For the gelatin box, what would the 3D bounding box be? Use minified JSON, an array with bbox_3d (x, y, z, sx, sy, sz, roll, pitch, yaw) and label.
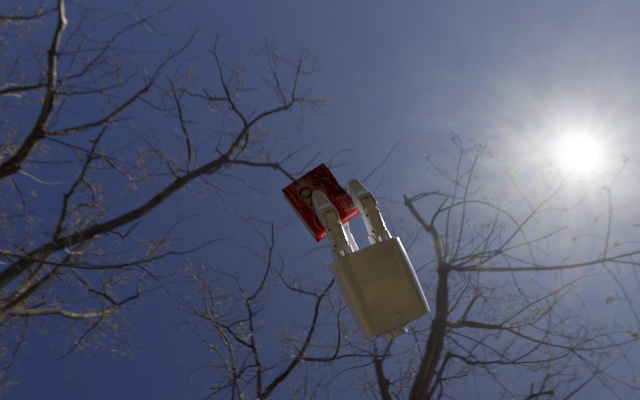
[{"bbox_3d":[0.000,0.002,0.673,0.073,0.089,0.030,-34,-18,-11],"label":"gelatin box"}]
